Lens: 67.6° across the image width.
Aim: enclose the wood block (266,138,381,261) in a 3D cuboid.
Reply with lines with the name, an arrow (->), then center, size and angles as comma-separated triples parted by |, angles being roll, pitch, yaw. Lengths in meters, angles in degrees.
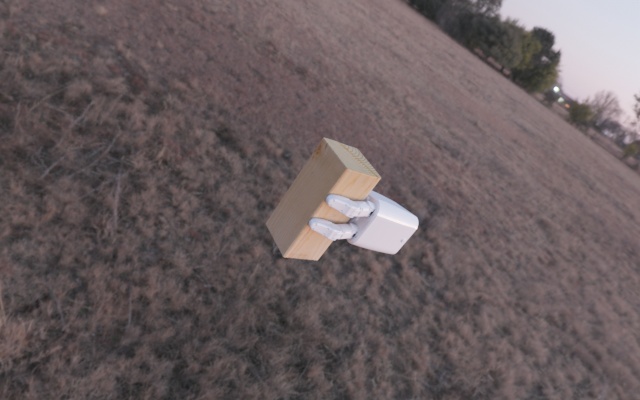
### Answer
wood block -> 0.000, 0.003, 0.860 | 0.090, 0.206, 0.090 | 12, 34, -42
